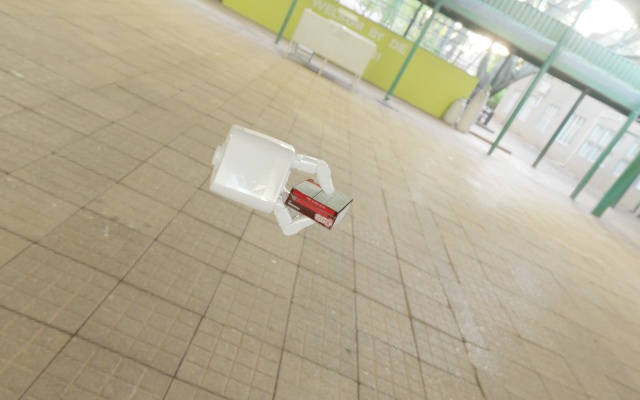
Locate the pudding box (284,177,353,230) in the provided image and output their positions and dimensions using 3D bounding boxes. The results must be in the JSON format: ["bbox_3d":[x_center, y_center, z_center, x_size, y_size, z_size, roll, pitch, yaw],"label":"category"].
[{"bbox_3d":[0.000,0.003,0.819,0.090,0.039,0.113,30,20,9],"label":"pudding box"}]
